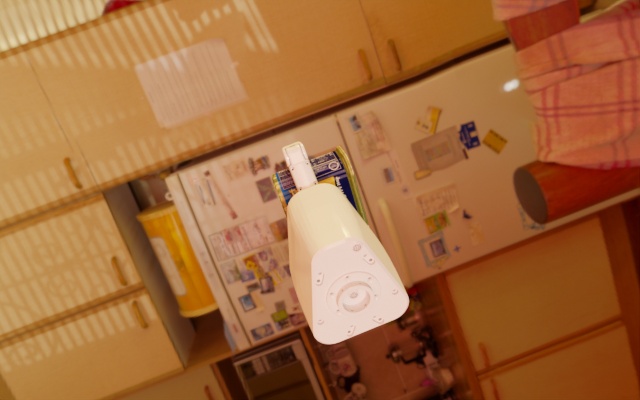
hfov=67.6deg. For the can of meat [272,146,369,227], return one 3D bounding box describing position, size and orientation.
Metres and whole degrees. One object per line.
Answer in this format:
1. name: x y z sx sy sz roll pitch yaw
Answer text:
1. can of meat: 0.000 0.002 0.539 0.084 0.102 0.057 -21 31 -3
